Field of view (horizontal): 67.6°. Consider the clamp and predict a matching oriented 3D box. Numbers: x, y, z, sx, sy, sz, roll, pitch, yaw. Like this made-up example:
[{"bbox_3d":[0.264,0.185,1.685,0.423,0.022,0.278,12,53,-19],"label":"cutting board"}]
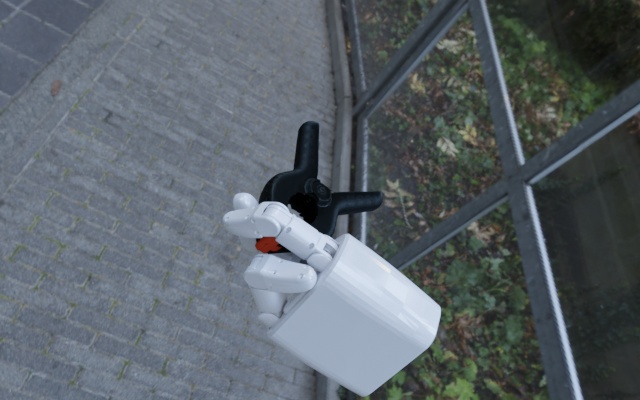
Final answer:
[{"bbox_3d":[0.000,0.001,0.468,0.120,0.171,0.039,37,-45,-7],"label":"clamp"}]
